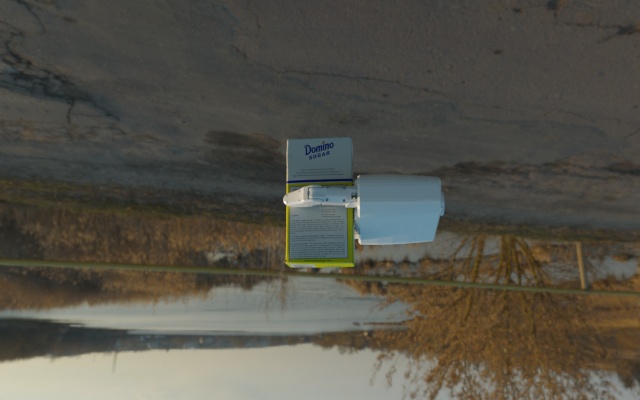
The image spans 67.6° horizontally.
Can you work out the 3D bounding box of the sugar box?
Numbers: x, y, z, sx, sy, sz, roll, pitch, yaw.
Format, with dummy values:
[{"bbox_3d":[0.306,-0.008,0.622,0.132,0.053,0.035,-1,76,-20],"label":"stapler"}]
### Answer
[{"bbox_3d":[0.000,0.002,0.660,0.093,0.176,0.048,-1,-16,6],"label":"sugar box"}]
